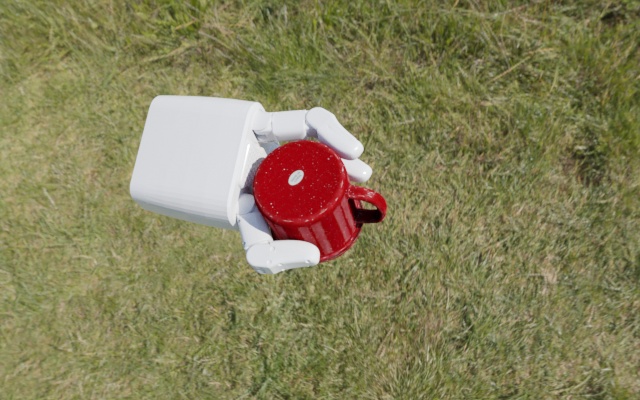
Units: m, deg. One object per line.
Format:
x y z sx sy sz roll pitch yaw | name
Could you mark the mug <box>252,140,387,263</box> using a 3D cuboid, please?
0.001 0.002 0.423 0.117 0.093 0.081 8 -23 15 | mug
